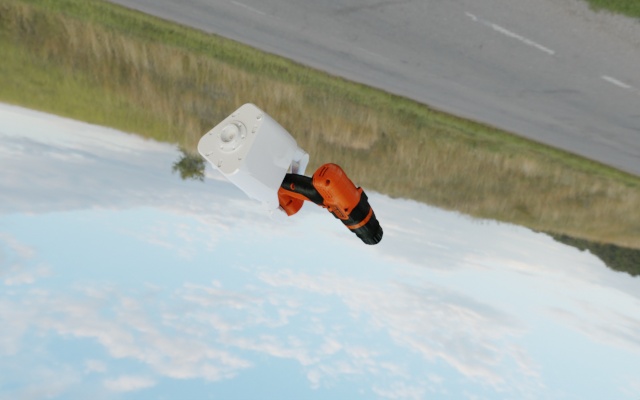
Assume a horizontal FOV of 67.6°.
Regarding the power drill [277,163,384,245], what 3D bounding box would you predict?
[{"bbox_3d":[0.000,0.002,0.785,0.187,0.057,0.184,8,-32,41],"label":"power drill"}]
